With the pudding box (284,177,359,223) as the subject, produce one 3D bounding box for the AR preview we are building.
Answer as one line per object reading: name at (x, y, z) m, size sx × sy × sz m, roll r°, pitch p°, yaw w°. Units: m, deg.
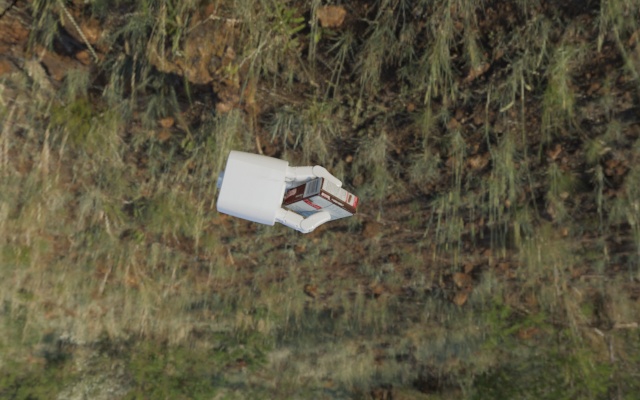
pudding box at (0.000, 0.003, 0.876) m, size 0.090 × 0.039 × 0.113 m, roll 28°, pitch -25°, yaw -30°
